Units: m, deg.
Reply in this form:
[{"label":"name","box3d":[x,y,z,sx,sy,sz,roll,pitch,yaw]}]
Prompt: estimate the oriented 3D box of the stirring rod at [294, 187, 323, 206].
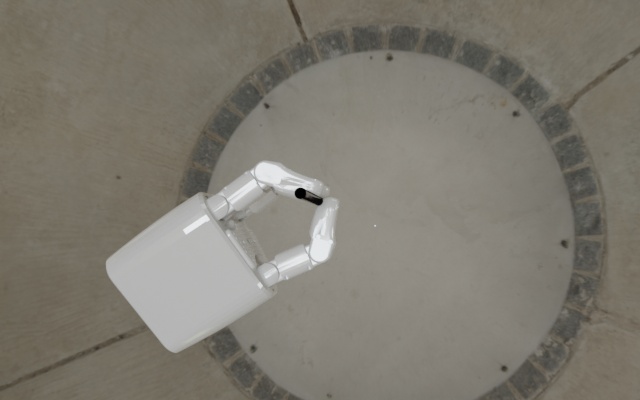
[{"label":"stirring rod","box3d":[0.000,0.002,0.439,0.011,0.011,0.239,0,-3,6]}]
